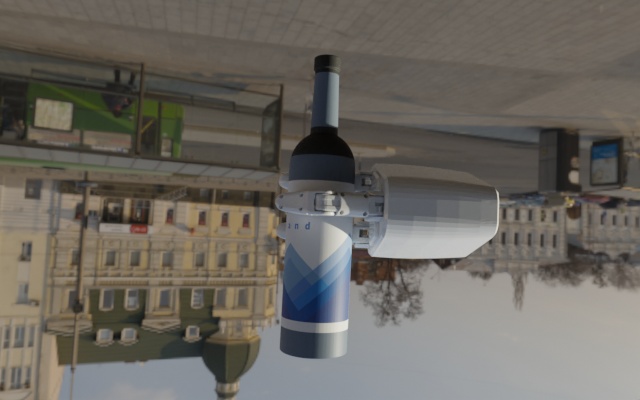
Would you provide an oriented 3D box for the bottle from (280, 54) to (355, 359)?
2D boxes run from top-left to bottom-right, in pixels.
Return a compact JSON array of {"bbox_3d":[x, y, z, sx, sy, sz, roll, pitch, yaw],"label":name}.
[{"bbox_3d":[0.000,0.002,0.481,0.069,0.295,0.069,3,-3,0],"label":"bottle"}]
